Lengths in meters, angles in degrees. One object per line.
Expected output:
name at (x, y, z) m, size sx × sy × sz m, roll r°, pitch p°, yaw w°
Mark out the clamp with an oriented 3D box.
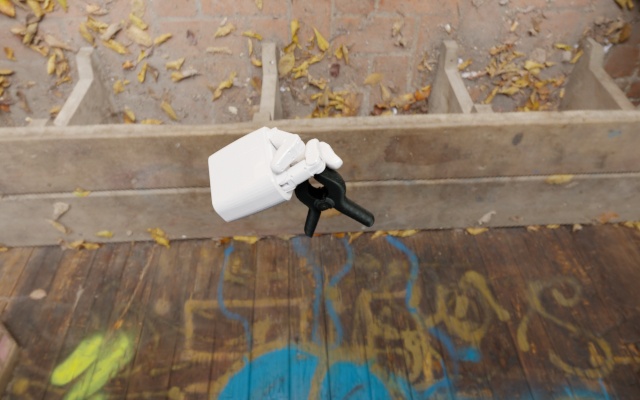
clamp at (0.000, 0.003, 0.752) m, size 0.120 × 0.039 × 0.172 m, roll -22°, pitch -48°, yaw 18°
